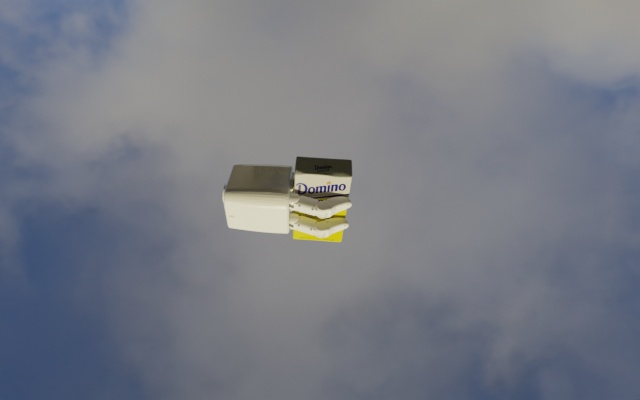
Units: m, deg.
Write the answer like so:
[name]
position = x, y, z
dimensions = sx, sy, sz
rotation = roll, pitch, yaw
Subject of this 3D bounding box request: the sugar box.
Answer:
[sugar box]
position = 0.000, 0.003, 0.822
dimensions = 0.093, 0.048, 0.176
rotation = 3, -38, -1
